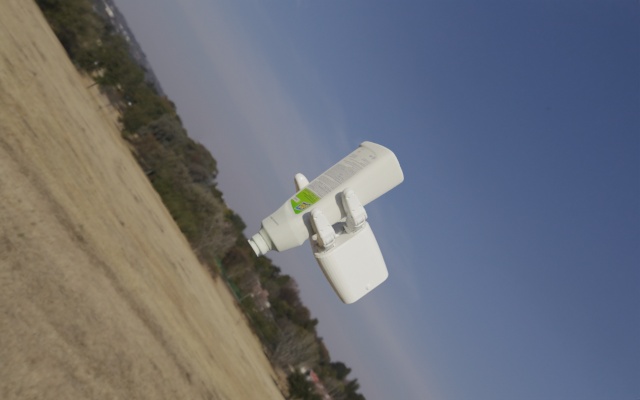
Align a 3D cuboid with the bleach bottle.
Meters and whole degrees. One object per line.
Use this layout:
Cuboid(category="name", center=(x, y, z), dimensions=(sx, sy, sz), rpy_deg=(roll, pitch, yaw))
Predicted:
Cuboid(category="bleach bottle", center=(0.000, 0.002, 0.733), dimensions=(0.251, 0.068, 0.102), rpy_deg=(-33, 26, -13))
